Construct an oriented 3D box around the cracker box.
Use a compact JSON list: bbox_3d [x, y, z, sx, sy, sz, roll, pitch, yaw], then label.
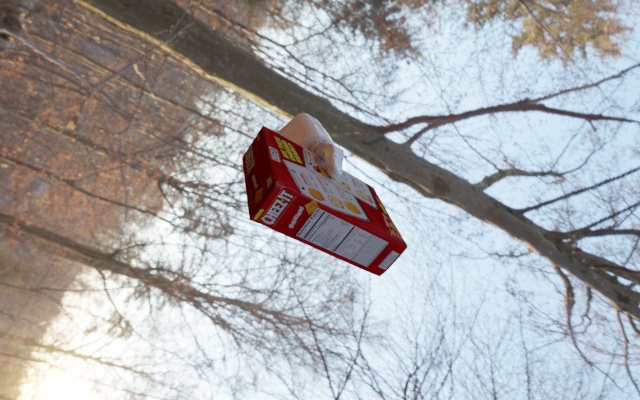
[{"bbox_3d":[0.000,0.002,0.670,0.214,0.072,0.164,26,23,-26],"label":"cracker box"}]
